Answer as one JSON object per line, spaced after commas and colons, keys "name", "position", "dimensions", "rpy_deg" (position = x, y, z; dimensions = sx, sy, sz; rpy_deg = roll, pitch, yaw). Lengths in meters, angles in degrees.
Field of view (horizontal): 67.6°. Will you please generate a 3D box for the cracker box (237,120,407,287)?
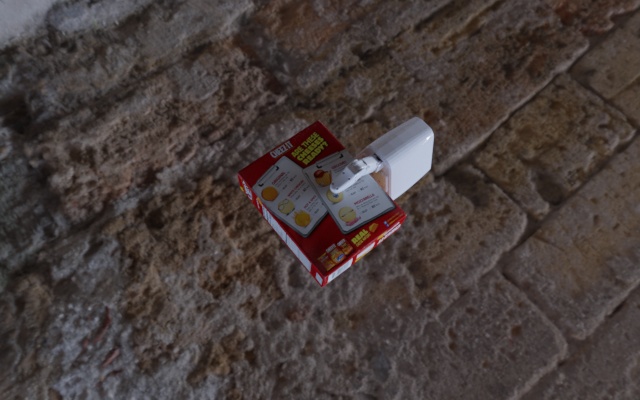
{"name": "cracker box", "position": [0.000, 0.002, 0.747], "dimensions": [0.164, 0.213, 0.072], "rpy_deg": [-36, -18, -19]}
